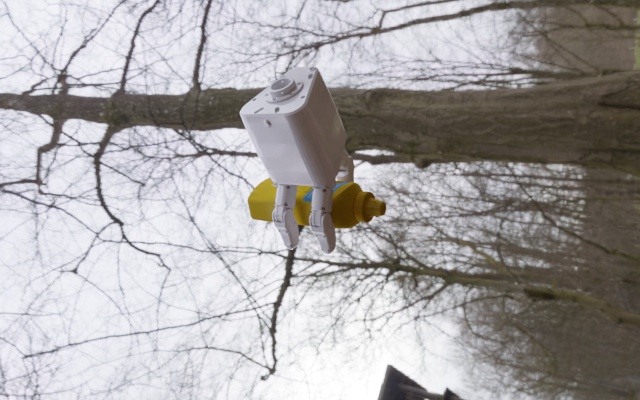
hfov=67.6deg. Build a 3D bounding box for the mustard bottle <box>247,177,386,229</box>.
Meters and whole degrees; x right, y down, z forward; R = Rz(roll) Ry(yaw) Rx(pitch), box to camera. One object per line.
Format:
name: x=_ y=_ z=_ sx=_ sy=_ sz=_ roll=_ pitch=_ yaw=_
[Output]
mustard bottle: x=0.000 y=0.002 z=0.657 sx=0.191 sy=0.058 sz=0.096 roll=5 pitch=23 yaw=33
